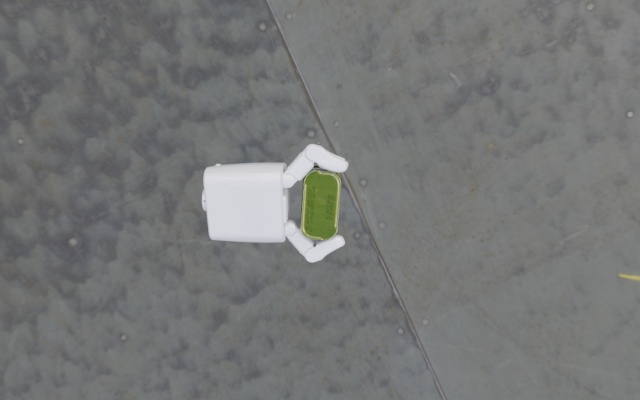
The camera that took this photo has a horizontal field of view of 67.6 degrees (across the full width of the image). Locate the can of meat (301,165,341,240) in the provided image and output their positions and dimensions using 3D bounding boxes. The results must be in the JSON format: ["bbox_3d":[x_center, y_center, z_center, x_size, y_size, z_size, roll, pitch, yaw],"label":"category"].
[{"bbox_3d":[0.000,0.002,0.688,0.057,0.102,0.084,4,7,0],"label":"can of meat"}]
